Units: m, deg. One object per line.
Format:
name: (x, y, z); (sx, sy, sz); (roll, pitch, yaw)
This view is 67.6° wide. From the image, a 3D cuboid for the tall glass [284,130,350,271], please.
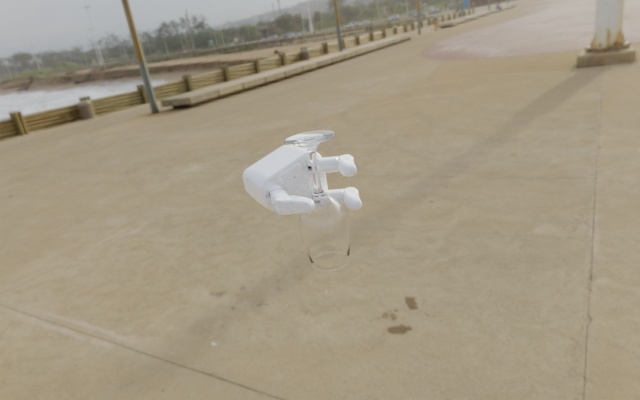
tall glass: (0.000, 0.002, 0.710); (0.079, 0.201, 0.079); (-8, 20, 3)
